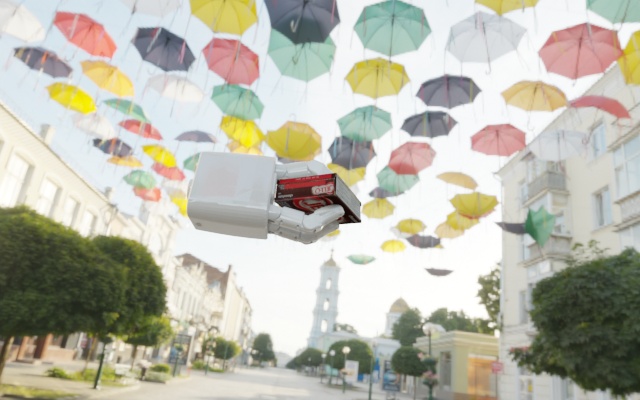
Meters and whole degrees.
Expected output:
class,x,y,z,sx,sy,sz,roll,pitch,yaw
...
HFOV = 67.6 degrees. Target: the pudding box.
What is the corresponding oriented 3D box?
class,x,y,z,sx,sy,sz,roll,pitch,yaw
pudding box,0.000,0.002,0.677,0.090,0.039,0.113,-5,-21,23
